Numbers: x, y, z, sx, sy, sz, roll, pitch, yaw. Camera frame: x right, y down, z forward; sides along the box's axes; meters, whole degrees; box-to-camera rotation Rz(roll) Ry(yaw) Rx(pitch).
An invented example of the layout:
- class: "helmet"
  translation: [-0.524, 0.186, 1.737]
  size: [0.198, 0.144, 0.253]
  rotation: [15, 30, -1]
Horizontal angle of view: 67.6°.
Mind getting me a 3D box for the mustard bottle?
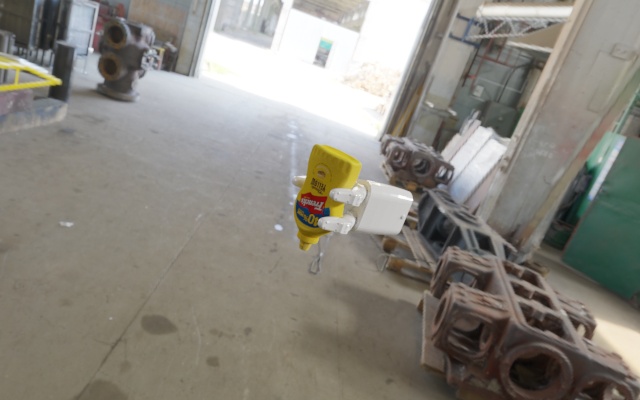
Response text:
- class: "mustard bottle"
  translation: [0.000, 0.003, 0.854]
  size: [0.096, 0.192, 0.058]
  rotation: [31, 20, 32]
